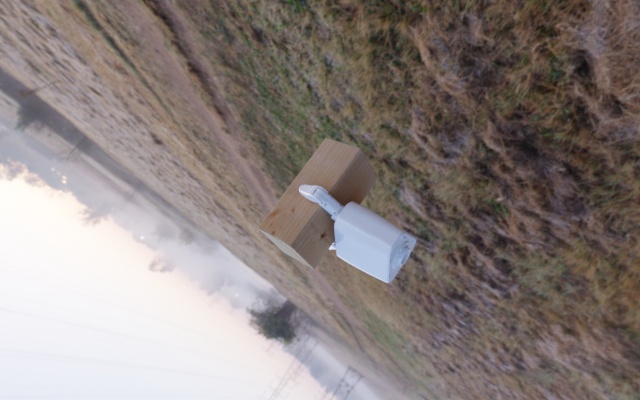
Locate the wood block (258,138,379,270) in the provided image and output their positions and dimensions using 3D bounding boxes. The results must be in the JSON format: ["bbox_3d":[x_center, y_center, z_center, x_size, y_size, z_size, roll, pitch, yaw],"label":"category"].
[{"bbox_3d":[0.000,0.003,0.844,0.090,0.206,0.091,24,-19,40],"label":"wood block"}]
